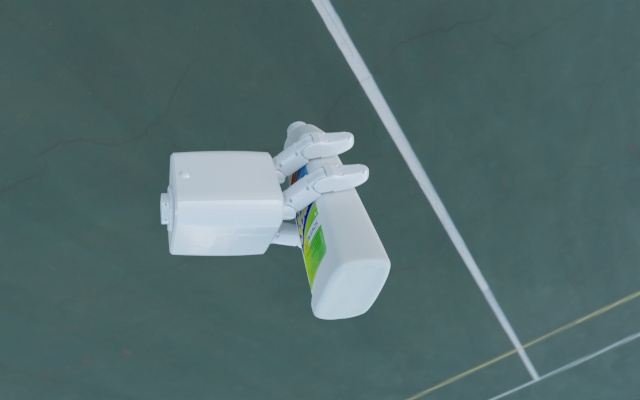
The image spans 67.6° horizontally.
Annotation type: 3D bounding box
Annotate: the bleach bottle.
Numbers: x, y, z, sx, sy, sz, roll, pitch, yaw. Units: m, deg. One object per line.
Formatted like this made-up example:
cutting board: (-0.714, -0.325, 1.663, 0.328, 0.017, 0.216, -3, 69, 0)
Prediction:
bleach bottle: (0.000, 0.002, 0.549, 0.068, 0.103, 0.250, 0, 45, -21)
